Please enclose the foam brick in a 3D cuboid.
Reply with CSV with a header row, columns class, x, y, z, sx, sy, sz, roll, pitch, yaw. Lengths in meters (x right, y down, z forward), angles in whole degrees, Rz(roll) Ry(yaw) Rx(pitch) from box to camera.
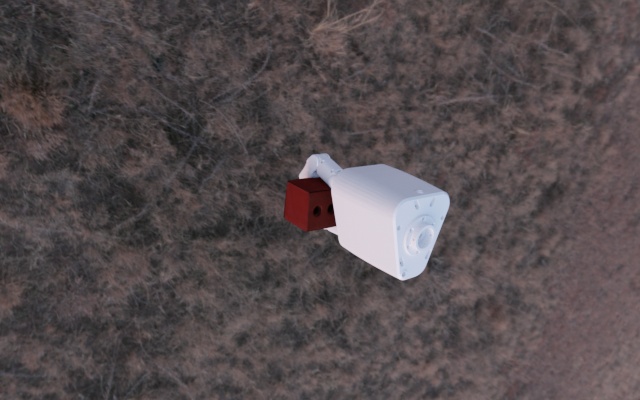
class,x,y,z,sx,sy,sz,roll,pitch,yaw
foam brick,0.000,0.002,0.612,0.078,0.053,0.051,-9,25,-35
